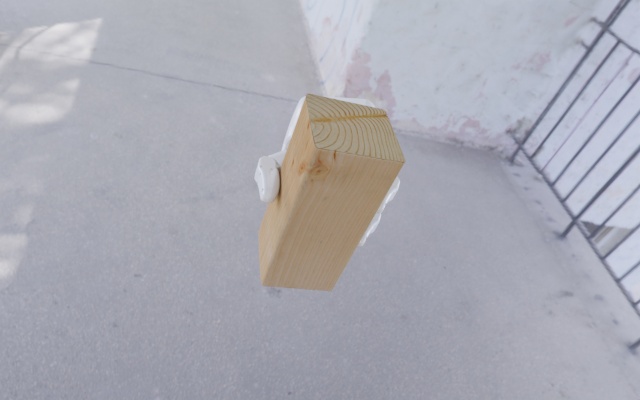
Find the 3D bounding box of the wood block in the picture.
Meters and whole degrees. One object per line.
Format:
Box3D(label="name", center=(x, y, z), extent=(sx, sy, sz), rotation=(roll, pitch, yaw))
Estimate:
Box3D(label="wood block", center=(0.000, 0.001, 0.522), extent=(0.091, 0.206, 0.090), rotation=(8, 42, -18))
